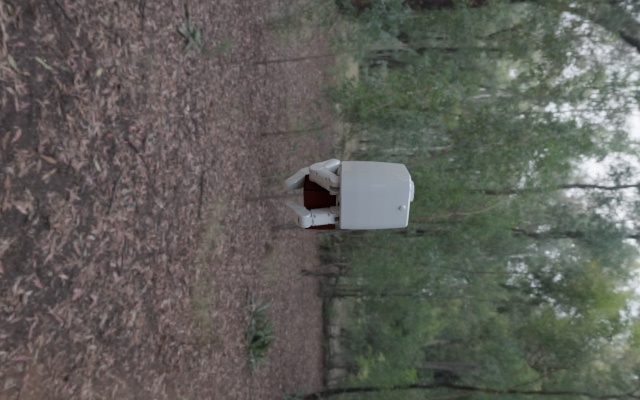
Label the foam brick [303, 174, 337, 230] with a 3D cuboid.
[{"bbox_3d":[0.000,0.003,0.778,0.051,0.078,0.053,1,33,2],"label":"foam brick"}]
